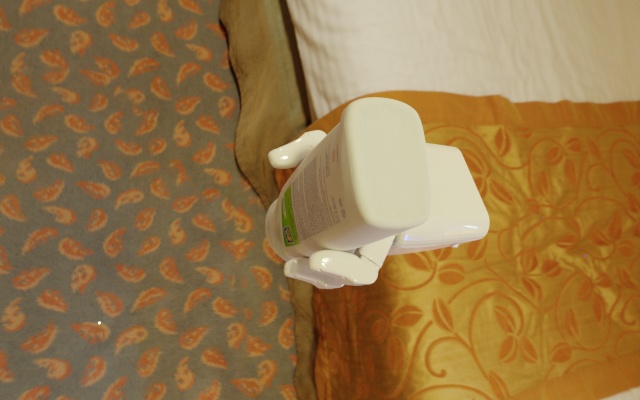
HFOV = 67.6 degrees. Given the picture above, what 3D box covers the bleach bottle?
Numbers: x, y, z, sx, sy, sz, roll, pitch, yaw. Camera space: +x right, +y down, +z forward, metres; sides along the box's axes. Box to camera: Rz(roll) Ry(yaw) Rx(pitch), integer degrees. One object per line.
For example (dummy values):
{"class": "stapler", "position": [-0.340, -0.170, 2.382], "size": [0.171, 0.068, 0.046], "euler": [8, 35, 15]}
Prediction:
{"class": "bleach bottle", "position": [0.000, 0.002, 0.448], "size": [0.068, 0.102, 0.251], "euler": [0, -13, -25]}
